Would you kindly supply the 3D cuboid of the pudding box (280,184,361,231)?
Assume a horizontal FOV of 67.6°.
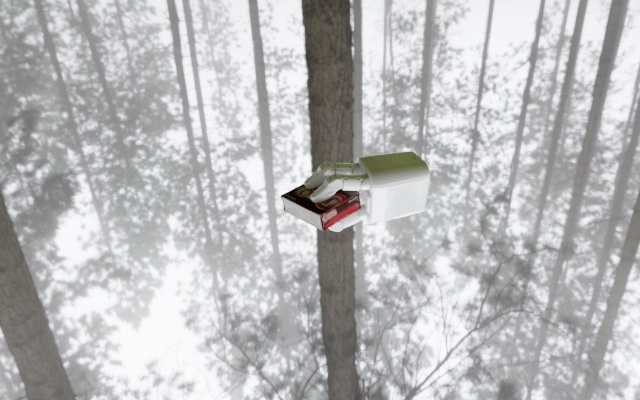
[{"bbox_3d":[0.000,0.003,0.827,0.090,0.039,0.113,-28,32,-32],"label":"pudding box"}]
